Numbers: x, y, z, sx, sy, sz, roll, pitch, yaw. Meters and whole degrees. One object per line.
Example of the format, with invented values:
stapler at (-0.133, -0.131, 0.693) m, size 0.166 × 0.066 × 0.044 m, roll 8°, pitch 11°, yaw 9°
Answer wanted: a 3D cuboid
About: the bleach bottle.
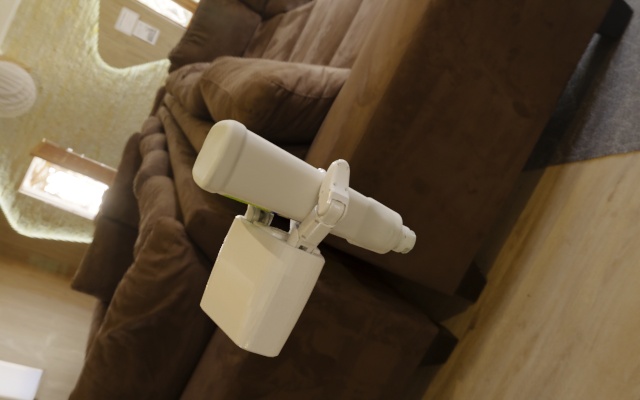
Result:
bleach bottle at (0.000, 0.002, 0.493) m, size 0.251 × 0.068 × 0.102 m, roll 25°, pitch -1°, yaw -24°
